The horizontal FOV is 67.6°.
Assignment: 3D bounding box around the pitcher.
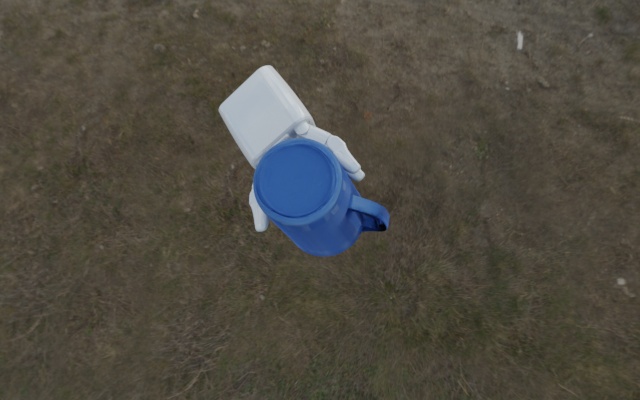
[{"bbox_3d":[0.000,0.002,0.665,0.149,0.145,0.243,-32,-14,1],"label":"pitcher"}]
